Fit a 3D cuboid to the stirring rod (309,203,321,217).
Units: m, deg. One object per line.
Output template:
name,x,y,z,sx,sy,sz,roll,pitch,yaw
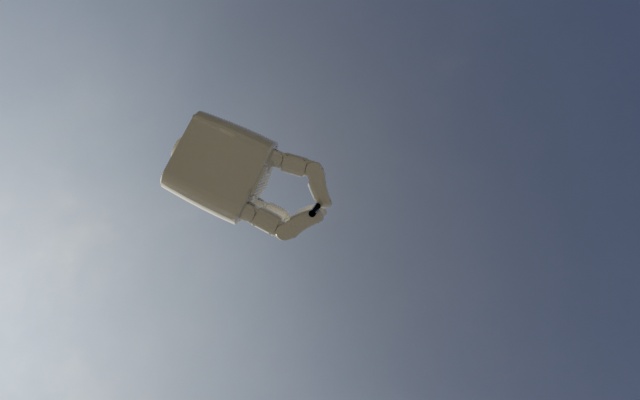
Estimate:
stirring rod,0.000,0.002,0.638,0.011,0.011,0.239,0,6,4
